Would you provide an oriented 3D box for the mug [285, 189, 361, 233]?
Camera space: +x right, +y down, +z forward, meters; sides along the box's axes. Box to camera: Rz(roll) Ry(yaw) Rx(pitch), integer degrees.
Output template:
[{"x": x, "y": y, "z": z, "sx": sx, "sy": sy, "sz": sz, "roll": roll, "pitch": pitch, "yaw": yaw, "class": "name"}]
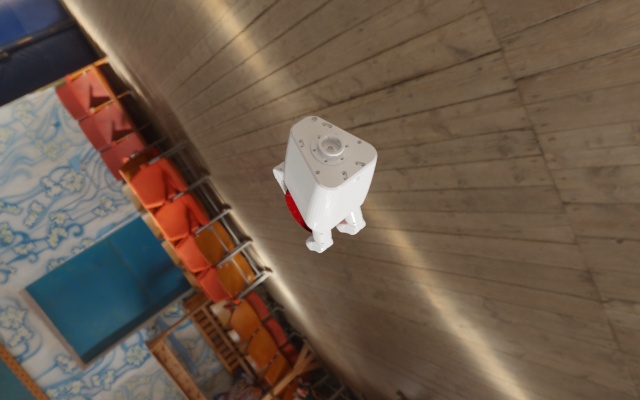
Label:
[{"x": 0.000, "y": 0.003, "z": 0.728, "sx": 0.081, "sy": 0.093, "sz": 0.117, "roll": -37, "pitch": -20, "yaw": -25, "class": "mug"}]
